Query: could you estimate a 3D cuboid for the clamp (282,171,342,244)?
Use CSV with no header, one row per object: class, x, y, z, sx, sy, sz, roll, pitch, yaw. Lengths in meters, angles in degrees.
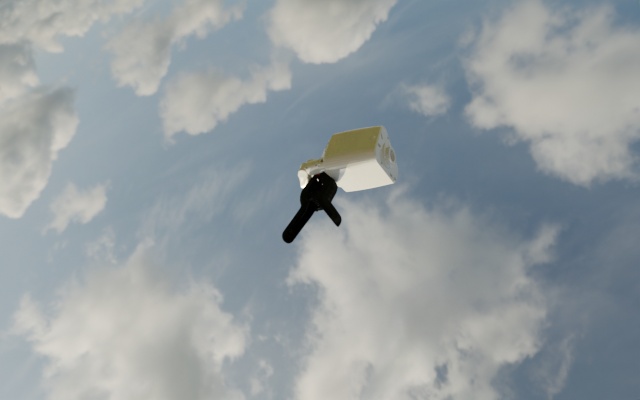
clamp,0.000,0.003,0.886,0.120,0.171,0.039,-9,-46,30
